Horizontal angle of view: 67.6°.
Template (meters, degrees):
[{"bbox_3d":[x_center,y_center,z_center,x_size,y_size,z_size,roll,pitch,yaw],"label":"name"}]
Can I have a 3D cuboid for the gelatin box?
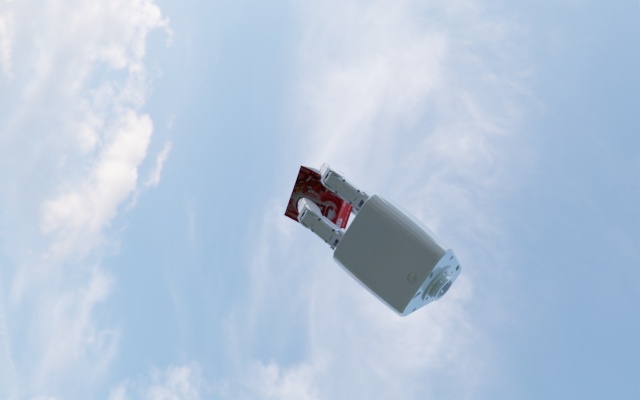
[{"bbox_3d":[0.000,0.002,0.627,0.089,0.073,0.030,26,11,38],"label":"gelatin box"}]
